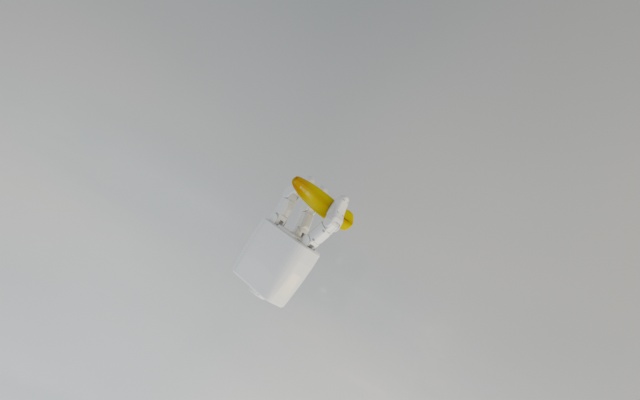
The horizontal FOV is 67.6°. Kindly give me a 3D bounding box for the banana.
[{"bbox_3d":[0.014,0.014,0.808,0.069,0.037,0.198,39,2,29],"label":"banana"}]
